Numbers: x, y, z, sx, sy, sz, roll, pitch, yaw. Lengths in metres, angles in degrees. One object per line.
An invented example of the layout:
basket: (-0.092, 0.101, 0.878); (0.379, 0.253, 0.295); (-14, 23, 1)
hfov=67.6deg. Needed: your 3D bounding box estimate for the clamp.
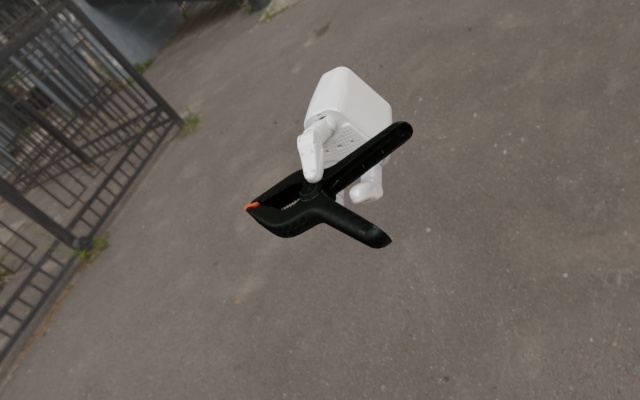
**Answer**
clamp: (-0.001, 0.001, 0.517); (0.210, 0.164, 0.036); (-18, -52, 28)
